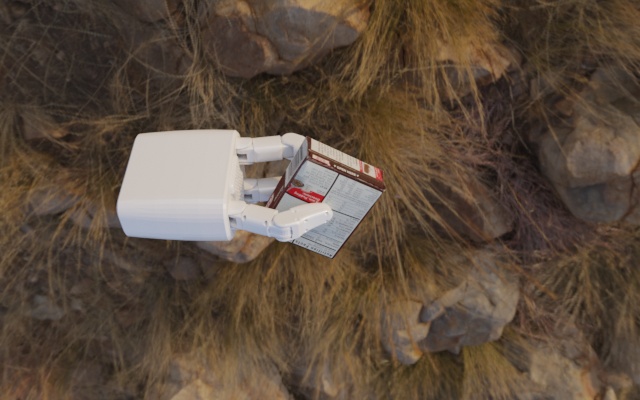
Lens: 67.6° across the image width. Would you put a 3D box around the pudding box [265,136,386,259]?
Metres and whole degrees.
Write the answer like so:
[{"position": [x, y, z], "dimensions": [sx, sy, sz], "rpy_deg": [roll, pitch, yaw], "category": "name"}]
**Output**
[{"position": [0.000, 0.002, 0.492], "dimensions": [0.090, 0.113, 0.039], "rpy_deg": [22, 38, -17], "category": "pudding box"}]
